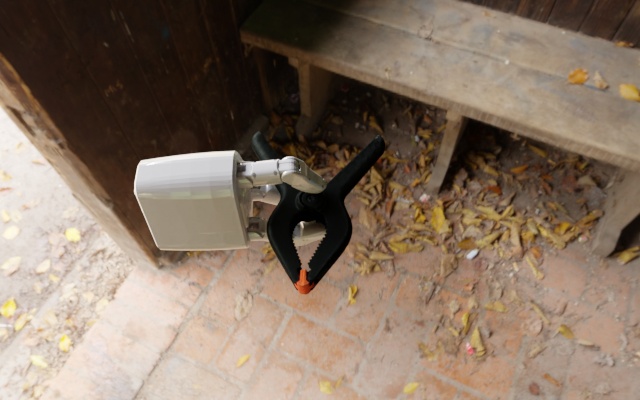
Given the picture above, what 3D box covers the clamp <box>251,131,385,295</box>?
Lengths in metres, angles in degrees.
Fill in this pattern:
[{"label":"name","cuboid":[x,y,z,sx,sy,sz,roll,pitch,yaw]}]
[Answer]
[{"label":"clamp","cuboid":[0.000,0.002,0.544,0.164,0.209,0.036,-4,-31,2]}]
